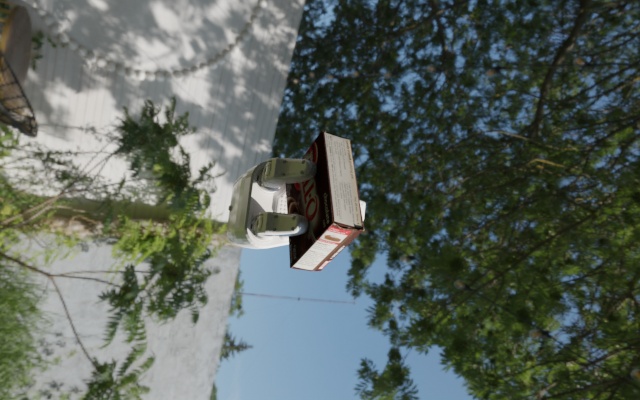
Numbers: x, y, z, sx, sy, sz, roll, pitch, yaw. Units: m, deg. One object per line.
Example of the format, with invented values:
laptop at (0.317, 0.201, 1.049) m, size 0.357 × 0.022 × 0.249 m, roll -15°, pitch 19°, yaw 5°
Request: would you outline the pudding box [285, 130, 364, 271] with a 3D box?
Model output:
pudding box at (0.000, 0.002, 0.478) m, size 0.039 × 0.113 × 0.090 m, roll 10°, pitch -38°, yaw -25°
